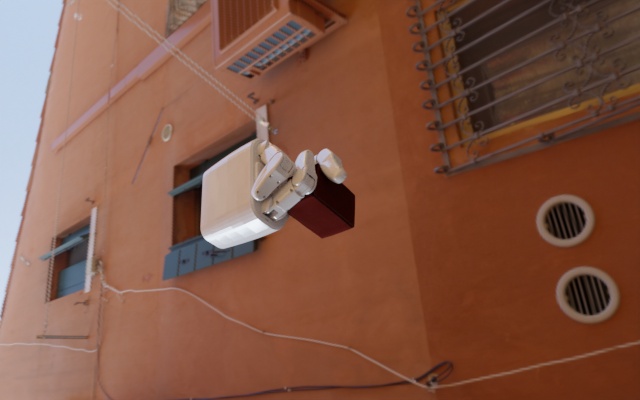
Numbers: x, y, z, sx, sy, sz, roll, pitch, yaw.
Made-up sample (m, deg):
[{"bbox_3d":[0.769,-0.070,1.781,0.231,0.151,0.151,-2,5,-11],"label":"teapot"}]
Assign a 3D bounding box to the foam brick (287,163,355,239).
[{"bbox_3d":[0.000,0.002,0.593,0.051,0.053,0.078,-25,-49,33],"label":"foam brick"}]
